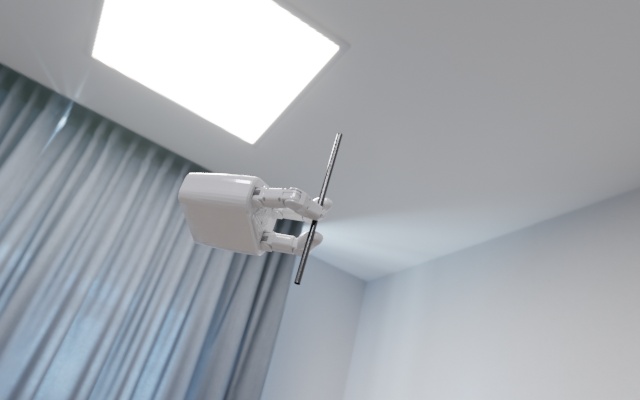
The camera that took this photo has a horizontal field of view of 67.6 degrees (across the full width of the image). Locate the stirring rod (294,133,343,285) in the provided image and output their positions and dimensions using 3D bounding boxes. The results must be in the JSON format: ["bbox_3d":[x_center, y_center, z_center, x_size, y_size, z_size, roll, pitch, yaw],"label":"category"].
[{"bbox_3d":[0.000,0.002,0.645,0.011,0.239,0.011,12,-31,7],"label":"stirring rod"}]
